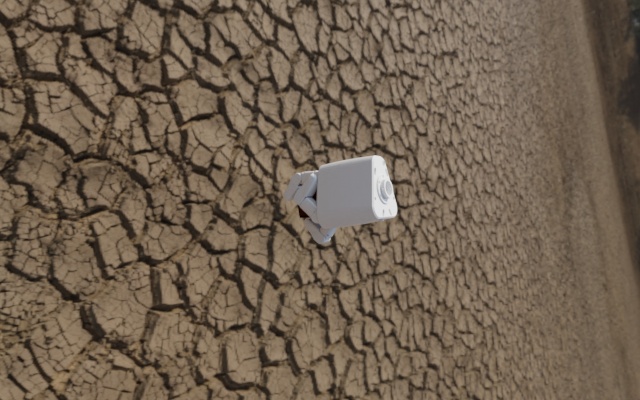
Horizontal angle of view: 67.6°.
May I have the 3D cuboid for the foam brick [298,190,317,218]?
[{"bbox_3d":[0.000,0.003,0.874,0.051,0.053,0.078,-10,-5,32],"label":"foam brick"}]
